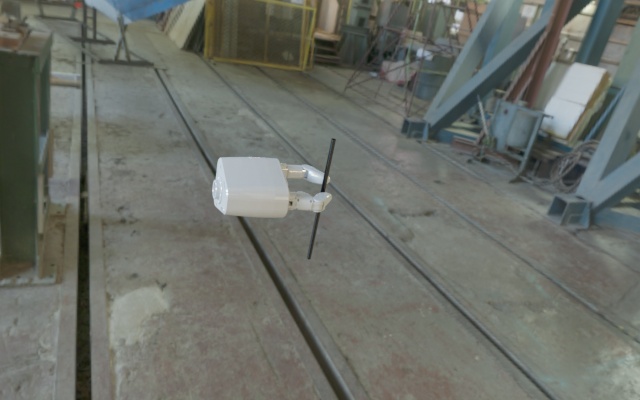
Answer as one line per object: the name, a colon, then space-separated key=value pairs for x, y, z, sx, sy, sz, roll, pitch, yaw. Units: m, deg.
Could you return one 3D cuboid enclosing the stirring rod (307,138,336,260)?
stirring rod: x=0.000 y=0.003 z=0.868 sx=0.011 sy=0.240 sz=0.011 roll=10 pitch=23 yaw=-4
